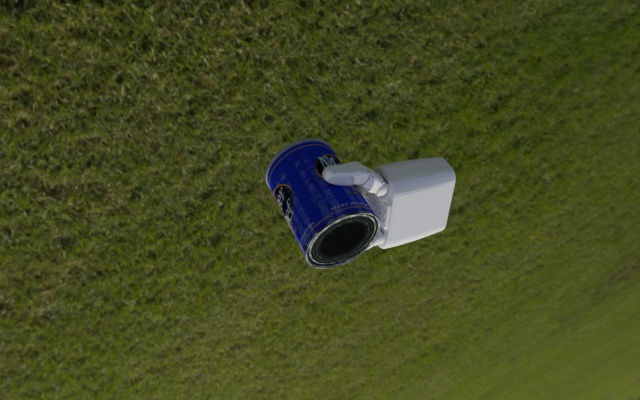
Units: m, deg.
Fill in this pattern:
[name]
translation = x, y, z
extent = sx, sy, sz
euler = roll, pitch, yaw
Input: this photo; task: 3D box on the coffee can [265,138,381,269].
[coffee can]
translation = 0.000, 0.002, 0.622
extent = 0.103, 0.140, 0.103
euler = -19, -37, -15
